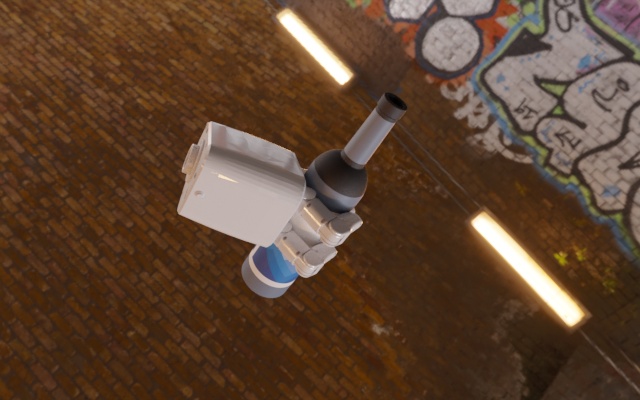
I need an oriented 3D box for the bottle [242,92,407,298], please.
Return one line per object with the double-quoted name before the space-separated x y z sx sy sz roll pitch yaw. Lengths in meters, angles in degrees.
"bottle" 0.000 0.002 0.542 0.069 0.069 0.296 0 -42 -41
